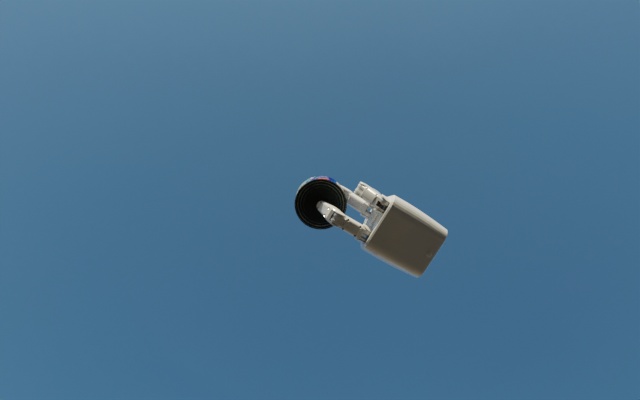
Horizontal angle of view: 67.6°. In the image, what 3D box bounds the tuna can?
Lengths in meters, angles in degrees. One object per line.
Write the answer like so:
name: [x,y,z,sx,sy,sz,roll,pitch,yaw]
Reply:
tuna can: [0.000,0.002,0.794,0.086,0.086,0.033,0,14,-1]
